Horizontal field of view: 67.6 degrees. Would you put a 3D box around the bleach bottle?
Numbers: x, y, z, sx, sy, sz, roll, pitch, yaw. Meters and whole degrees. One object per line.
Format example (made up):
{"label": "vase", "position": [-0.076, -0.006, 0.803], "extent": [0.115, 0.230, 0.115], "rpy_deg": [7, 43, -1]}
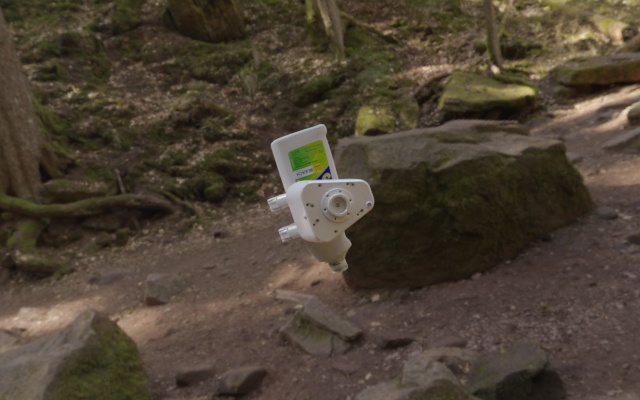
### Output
{"label": "bleach bottle", "position": [0.000, 0.003, 0.833], "extent": [0.102, 0.251, 0.068], "rpy_deg": [-21, 4, -14]}
